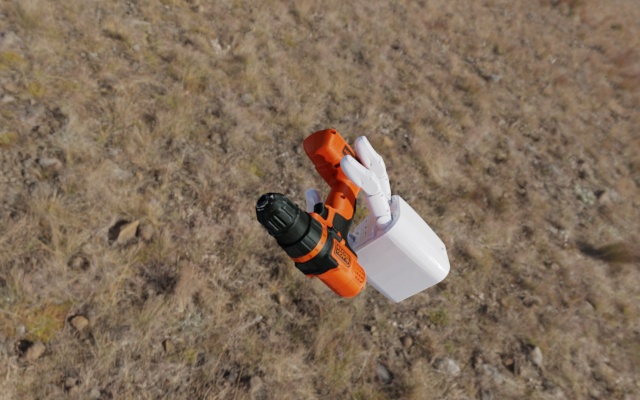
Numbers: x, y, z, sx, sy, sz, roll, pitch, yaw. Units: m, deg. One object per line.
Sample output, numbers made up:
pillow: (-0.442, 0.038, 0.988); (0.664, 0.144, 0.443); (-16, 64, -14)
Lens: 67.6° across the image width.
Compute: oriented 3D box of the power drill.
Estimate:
power drill: (0.000, 0.002, 0.587); (0.057, 0.187, 0.184); (-15, -46, 31)
